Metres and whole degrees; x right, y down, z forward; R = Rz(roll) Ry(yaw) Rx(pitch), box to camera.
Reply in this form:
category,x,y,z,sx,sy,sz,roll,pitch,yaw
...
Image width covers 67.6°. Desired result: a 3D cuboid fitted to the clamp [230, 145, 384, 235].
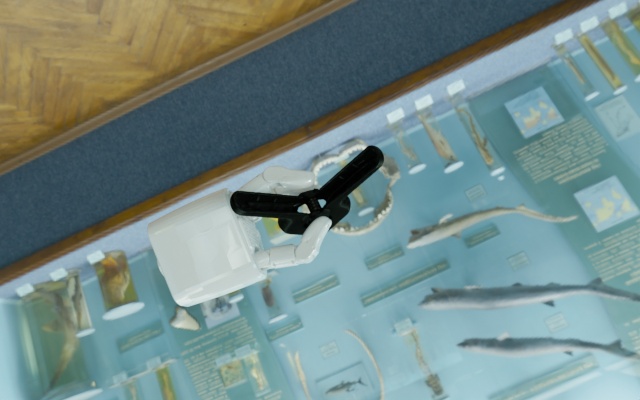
category,x,y,z,sx,sy,sz,roll,pitch,yaw
clamp,0.000,0.003,0.570,0.164,0.036,0.210,-20,-18,3
